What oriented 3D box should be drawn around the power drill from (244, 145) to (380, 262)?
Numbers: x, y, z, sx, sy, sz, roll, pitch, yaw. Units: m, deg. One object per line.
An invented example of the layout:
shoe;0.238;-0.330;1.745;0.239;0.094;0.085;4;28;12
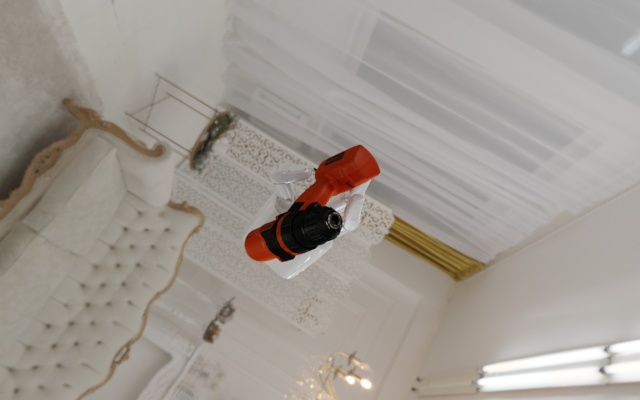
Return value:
power drill;0.000;0.002;0.625;0.184;0.057;0.187;-19;20;51
